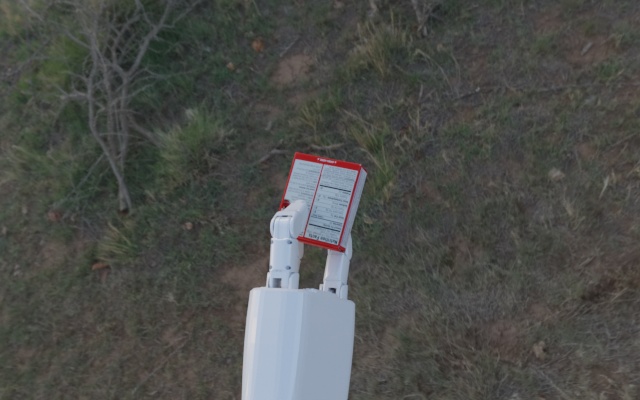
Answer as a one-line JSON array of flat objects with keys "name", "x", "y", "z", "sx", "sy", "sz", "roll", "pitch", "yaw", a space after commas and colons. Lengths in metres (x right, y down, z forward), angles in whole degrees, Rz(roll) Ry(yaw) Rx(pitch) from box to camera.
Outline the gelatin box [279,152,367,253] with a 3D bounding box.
[{"name": "gelatin box", "x": 0.000, "y": 0.001, "z": 0.484, "sx": 0.073, "sy": 0.089, "sz": 0.030, "roll": 12, "pitch": -8, "yaw": 21}]
